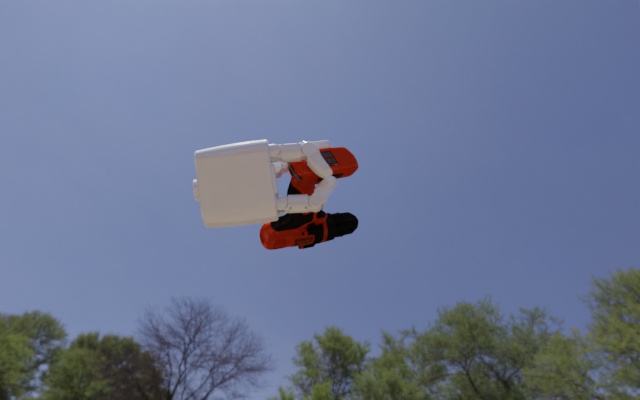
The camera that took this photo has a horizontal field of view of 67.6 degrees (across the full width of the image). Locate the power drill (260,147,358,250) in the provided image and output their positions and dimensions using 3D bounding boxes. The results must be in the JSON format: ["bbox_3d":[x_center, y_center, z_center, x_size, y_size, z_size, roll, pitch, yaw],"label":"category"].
[{"bbox_3d":[0.000,0.002,0.782,0.184,0.188,0.057,-10,47,-28],"label":"power drill"}]
